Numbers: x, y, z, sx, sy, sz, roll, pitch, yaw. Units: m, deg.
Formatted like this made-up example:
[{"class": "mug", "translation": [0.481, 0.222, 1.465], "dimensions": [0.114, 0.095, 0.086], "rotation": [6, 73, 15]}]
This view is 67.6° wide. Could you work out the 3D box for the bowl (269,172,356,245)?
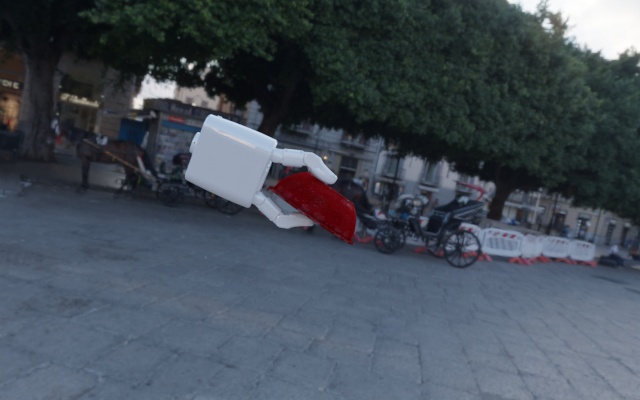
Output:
[{"class": "bowl", "translation": [0.001, 0.003, 0.751], "dimensions": [0.162, 0.055, 0.162], "rotation": [35, 1, -1]}]
